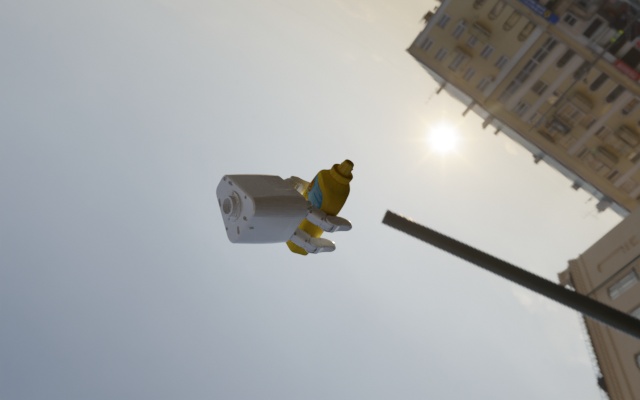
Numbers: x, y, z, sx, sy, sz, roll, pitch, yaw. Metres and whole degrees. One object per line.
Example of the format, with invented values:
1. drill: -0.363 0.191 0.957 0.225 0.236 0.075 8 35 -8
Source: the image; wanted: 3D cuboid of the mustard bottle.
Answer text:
1. mustard bottle: 0.000 0.003 0.841 0.058 0.192 0.096 19 35 -25
